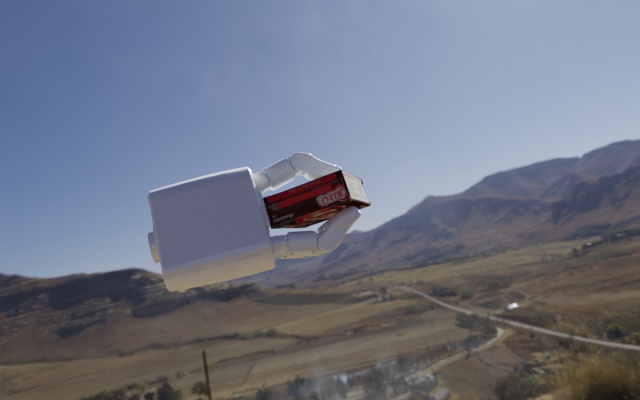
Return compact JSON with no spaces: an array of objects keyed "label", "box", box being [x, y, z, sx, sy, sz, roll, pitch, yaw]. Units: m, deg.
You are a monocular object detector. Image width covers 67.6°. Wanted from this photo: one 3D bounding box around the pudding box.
[{"label":"pudding box","box":[0.000,0.002,0.526,0.090,0.039,0.113,-18,-6,15]}]
